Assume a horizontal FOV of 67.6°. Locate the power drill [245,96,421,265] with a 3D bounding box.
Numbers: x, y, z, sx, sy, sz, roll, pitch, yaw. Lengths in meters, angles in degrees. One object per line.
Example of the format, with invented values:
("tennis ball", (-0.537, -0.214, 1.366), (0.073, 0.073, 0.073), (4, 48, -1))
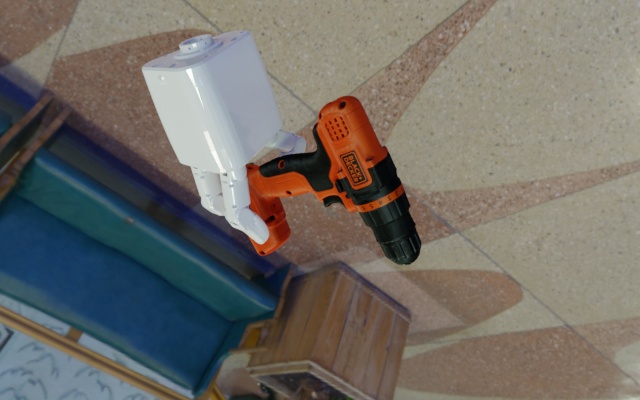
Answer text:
("power drill", (0.000, 0.002, 0.518), (0.188, 0.184, 0.057), (-19, 11, 31))
